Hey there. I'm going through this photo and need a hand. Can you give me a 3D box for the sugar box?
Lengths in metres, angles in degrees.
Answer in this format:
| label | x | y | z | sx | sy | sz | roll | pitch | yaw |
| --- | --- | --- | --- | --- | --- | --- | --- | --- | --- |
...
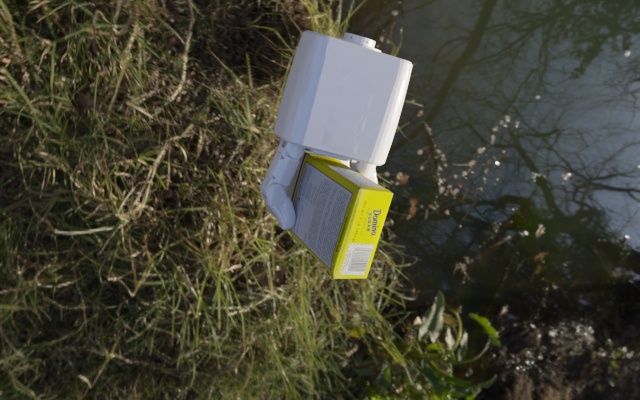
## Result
| label | x | y | z | sx | sy | sz | roll | pitch | yaw |
| --- | --- | --- | --- | --- | --- | --- | --- | --- | --- |
| sugar box | 0.001 | 0.002 | 0.512 | 0.048 | 0.093 | 0.176 | 7 | 18 | -29 |
